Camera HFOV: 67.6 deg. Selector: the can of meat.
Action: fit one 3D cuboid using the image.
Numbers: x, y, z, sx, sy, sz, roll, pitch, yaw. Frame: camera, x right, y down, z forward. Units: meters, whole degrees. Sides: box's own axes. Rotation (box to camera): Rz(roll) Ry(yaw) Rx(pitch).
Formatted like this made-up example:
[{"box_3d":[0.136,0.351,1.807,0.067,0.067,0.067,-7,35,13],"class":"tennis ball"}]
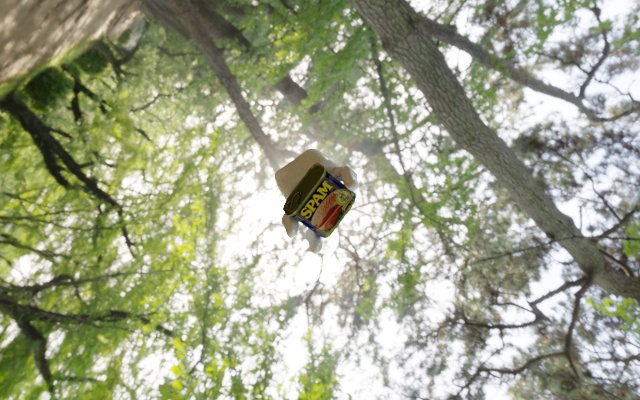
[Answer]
[{"box_3d":[0.000,0.003,0.810,0.084,0.102,0.057,37,2,-28],"class":"can of meat"}]
